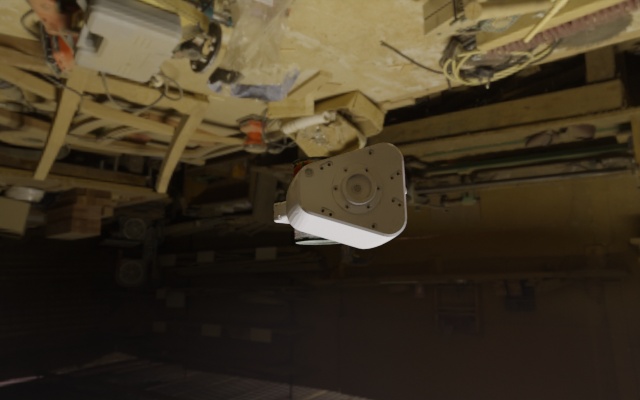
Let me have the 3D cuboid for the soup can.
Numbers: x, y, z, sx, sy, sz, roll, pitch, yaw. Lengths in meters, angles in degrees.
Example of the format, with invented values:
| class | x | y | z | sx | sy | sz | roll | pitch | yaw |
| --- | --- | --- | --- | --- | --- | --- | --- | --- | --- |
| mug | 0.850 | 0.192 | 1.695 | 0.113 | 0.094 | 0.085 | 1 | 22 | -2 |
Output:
| class | x | y | z | sx | sy | sz | roll | pitch | yaw |
| --- | --- | --- | --- | --- | --- | --- | --- | --- | --- |
| soup can | 0.000 | 0.002 | 0.601 | 0.068 | 0.102 | 0.068 | -2 | -9 | 0 |
